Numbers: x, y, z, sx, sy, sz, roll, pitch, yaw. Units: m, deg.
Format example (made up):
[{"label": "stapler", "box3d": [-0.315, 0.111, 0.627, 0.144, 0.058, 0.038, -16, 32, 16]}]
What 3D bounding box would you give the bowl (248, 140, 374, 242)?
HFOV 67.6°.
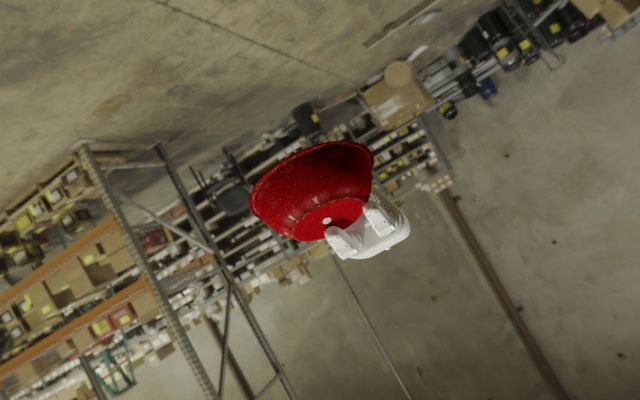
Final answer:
[{"label": "bowl", "box3d": [-0.001, 0.002, 0.563, 0.162, 0.055, 0.162, -19, -27, -10]}]
